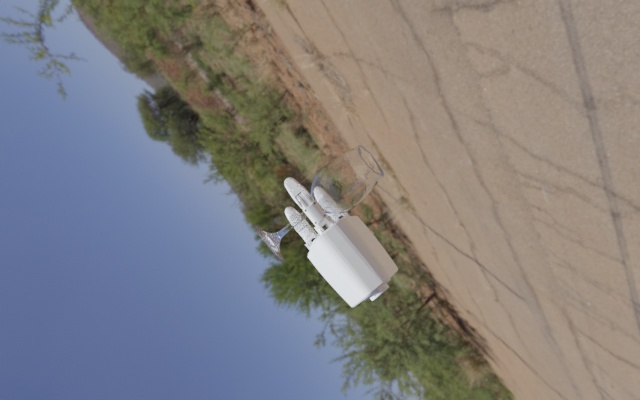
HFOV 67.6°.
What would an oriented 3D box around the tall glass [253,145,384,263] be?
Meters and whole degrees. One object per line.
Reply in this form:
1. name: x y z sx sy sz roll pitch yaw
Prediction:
1. tall glass: -0.001 0.003 0.720 0.201 0.079 0.079 -39 2 -3
